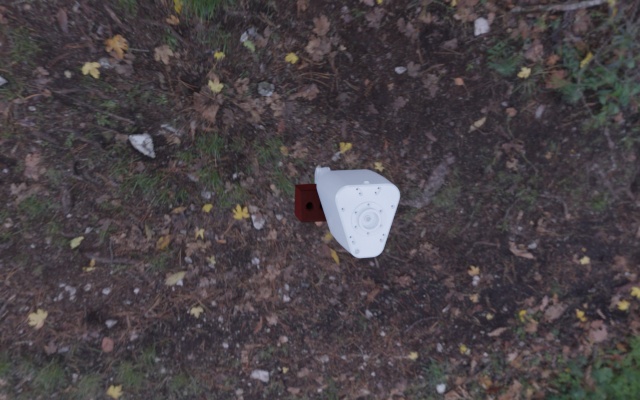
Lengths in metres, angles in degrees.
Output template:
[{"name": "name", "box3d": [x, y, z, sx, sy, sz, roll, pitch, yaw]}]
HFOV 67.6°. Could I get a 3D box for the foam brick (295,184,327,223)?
[{"name": "foam brick", "box3d": [0.000, 0.003, 0.767, 0.078, 0.053, 0.051, -3, 14, -12]}]
